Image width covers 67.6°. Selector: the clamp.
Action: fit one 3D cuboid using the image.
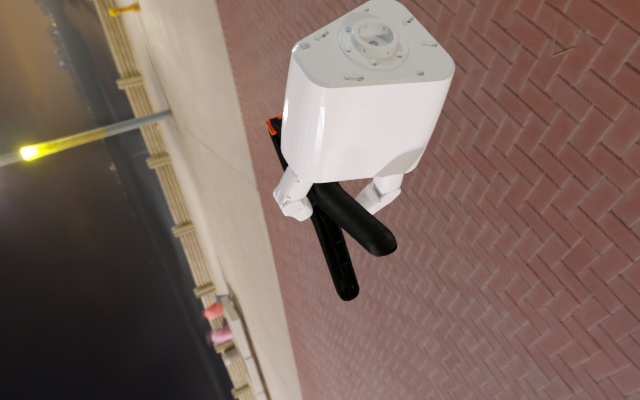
[{"bbox_3d":[-0.001,0.001,0.494,0.036,0.210,0.165,-22,-27,-19],"label":"clamp"}]
